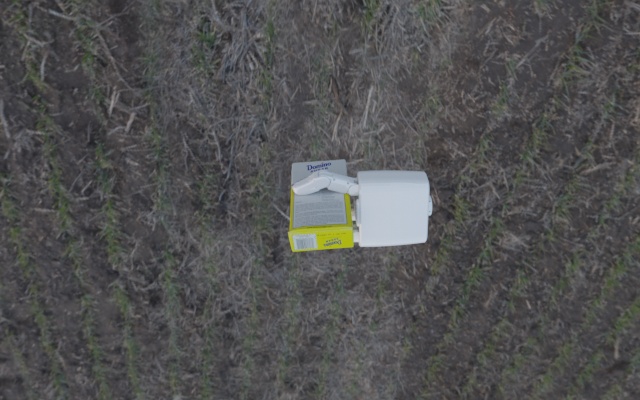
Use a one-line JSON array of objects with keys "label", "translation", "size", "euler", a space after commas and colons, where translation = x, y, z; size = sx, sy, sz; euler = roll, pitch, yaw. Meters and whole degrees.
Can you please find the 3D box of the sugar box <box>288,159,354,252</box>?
[{"label": "sugar box", "translation": [0.000, 0.003, 0.748], "size": [0.093, 0.048, 0.176], "euler": [-4, 36, 3]}]
